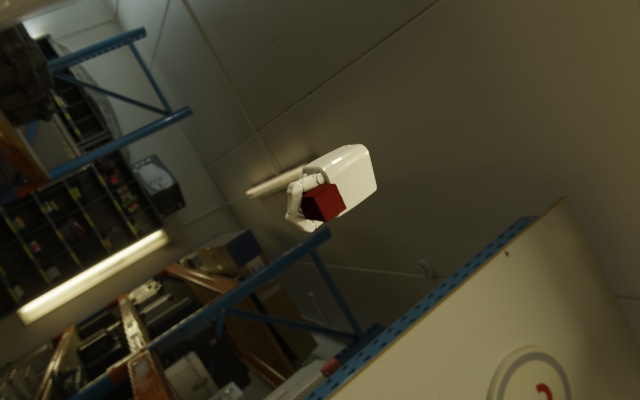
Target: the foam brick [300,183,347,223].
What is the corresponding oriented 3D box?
[{"bbox_3d":[0.000,0.003,0.856,0.051,0.053,0.078,-31,16,-23],"label":"foam brick"}]
